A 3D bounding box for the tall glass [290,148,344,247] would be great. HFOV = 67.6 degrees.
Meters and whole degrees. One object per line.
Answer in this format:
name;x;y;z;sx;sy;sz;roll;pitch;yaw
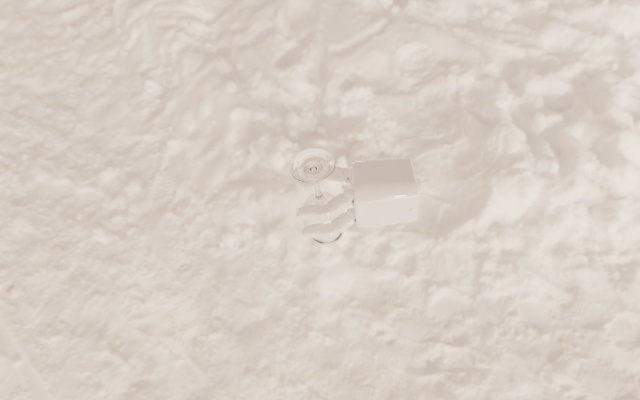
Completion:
tall glass;0.000;0.002;0.843;0.079;0.079;0.201;0;-37;9
